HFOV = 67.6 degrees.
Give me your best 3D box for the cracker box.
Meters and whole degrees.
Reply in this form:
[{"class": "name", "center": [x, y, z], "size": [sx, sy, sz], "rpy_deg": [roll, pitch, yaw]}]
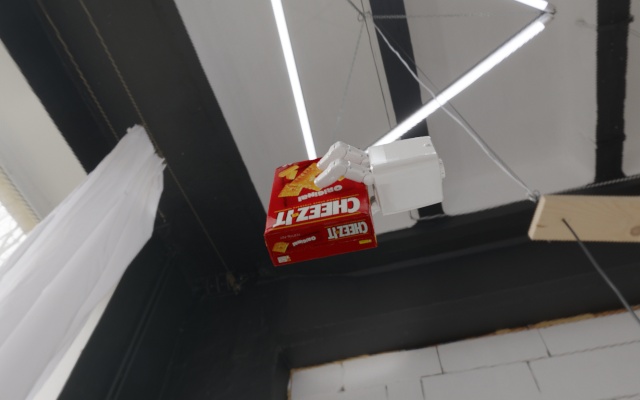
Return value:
[{"class": "cracker box", "center": [0.000, 0.003, 0.798], "size": [0.164, 0.072, 0.213], "rpy_deg": [-12, 31, 8]}]
